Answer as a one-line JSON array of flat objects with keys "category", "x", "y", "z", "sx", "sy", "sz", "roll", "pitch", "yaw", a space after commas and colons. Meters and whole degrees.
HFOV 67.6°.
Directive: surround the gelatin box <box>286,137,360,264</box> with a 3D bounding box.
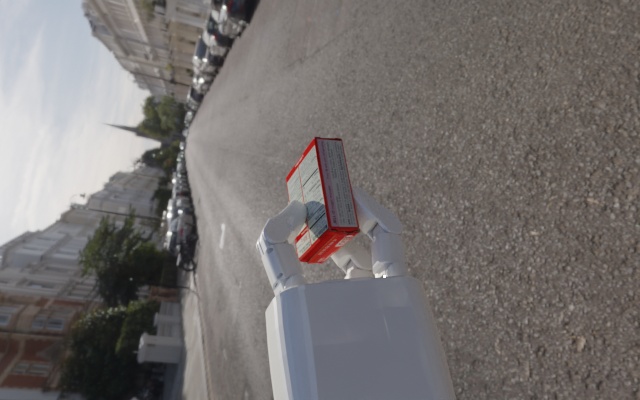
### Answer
[{"category": "gelatin box", "x": 0.000, "y": 0.001, "z": 0.415, "sx": 0.030, "sy": 0.089, "sz": 0.073, "roll": 1, "pitch": -27, "yaw": -25}]
